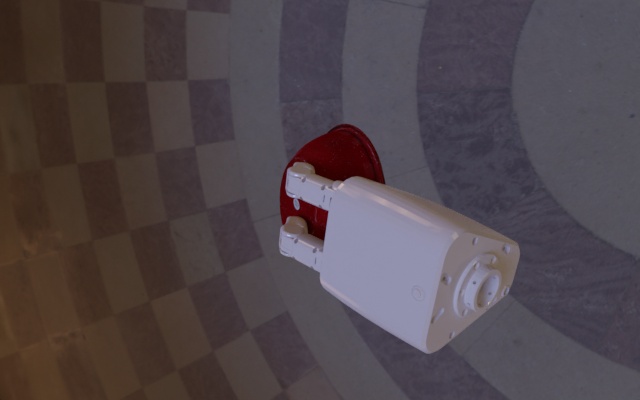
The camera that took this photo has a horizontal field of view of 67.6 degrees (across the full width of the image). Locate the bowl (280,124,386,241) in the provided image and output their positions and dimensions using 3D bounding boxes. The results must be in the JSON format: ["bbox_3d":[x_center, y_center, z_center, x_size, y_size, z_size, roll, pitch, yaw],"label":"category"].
[{"bbox_3d":[-0.001,0.002,0.491,0.055,0.162,0.162,-2,1,-27],"label":"bowl"}]
